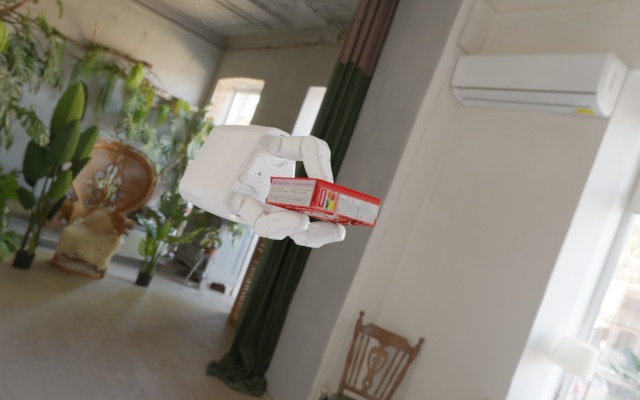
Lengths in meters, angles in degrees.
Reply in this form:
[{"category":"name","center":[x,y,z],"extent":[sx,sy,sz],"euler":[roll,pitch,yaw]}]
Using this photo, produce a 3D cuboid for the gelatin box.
[{"category":"gelatin box","center":[0.000,0.001,0.452],"extent":[0.073,0.030,0.089],"euler":[18,-7,-33]}]
